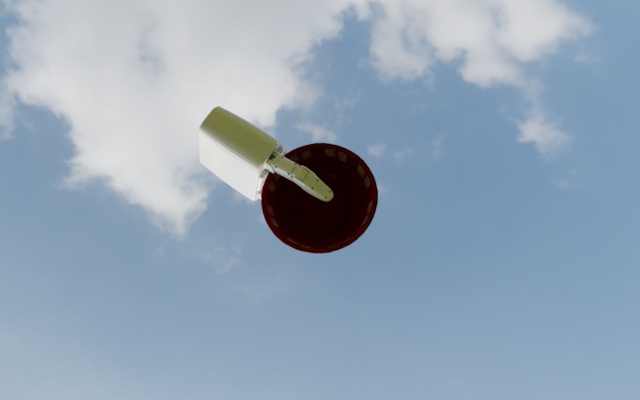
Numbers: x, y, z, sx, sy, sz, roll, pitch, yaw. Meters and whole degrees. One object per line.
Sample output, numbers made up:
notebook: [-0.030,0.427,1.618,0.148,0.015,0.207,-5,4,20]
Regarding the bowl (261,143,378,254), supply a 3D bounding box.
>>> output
bowl: [0.001,0.003,0.677,0.162,0.162,0.055,0,-20,5]
